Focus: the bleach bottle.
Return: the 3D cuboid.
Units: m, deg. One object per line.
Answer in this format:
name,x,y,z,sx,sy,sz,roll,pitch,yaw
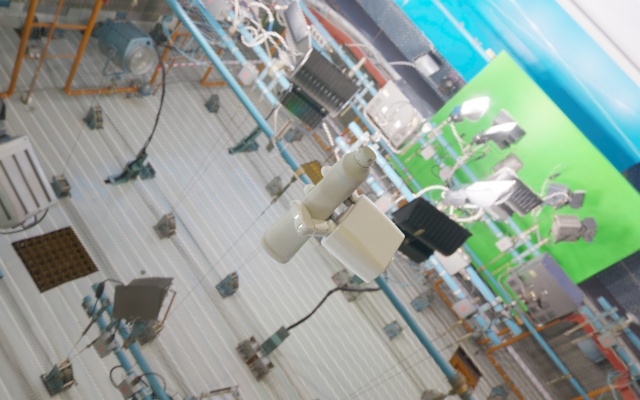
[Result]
bleach bottle,0.000,0.003,0.798,0.251,0.068,0.102,-45,4,35
